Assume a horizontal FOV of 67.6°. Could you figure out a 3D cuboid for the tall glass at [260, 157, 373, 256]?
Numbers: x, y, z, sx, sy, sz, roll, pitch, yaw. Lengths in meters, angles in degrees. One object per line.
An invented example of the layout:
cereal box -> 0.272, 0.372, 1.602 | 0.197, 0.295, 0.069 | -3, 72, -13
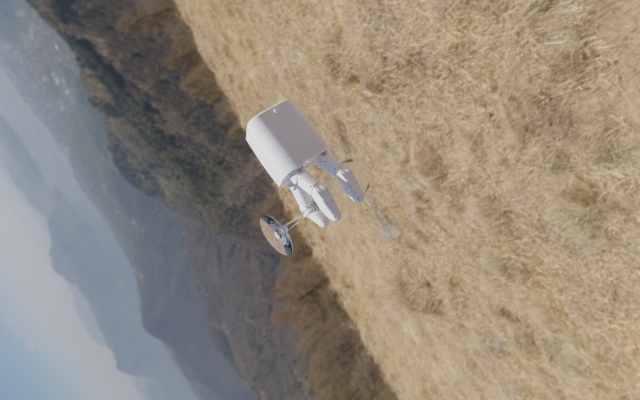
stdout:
tall glass -> 0.000, 0.003, 0.783 | 0.201, 0.079, 0.079 | -36, 20, -30
